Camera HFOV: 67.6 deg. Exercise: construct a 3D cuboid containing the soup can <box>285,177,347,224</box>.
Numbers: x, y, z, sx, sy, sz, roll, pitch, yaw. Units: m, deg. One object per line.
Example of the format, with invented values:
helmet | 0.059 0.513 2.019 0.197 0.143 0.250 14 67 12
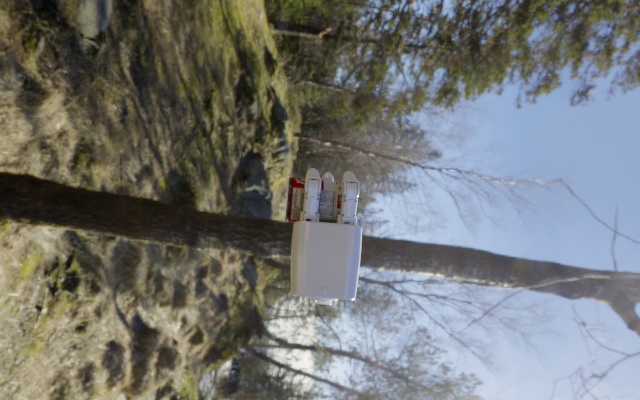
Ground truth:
soup can | 0.000 0.002 0.726 0.102 0.068 0.068 5 0 -4
